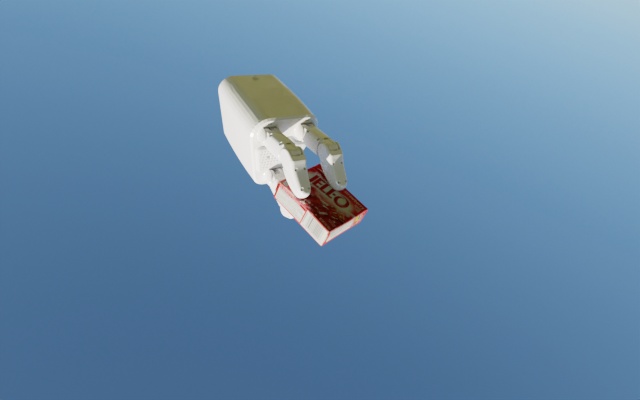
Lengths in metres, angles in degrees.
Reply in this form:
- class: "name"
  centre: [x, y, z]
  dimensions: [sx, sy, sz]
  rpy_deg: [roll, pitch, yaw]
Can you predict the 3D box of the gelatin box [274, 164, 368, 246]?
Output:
- class: "gelatin box"
  centre: [0.000, 0.002, 0.571]
  dimensions: [0.073, 0.089, 0.030]
  rpy_deg: [-27, -26, -42]
